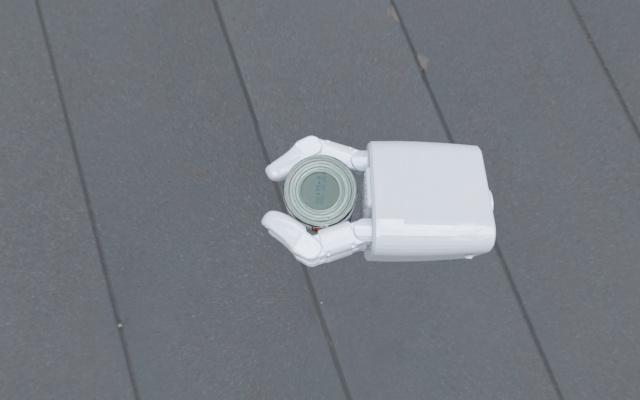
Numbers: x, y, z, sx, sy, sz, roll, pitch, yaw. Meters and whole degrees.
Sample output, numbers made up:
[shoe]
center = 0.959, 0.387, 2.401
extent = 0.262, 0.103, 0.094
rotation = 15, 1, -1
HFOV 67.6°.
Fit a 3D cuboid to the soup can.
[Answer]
[soup can]
center = 0.000, 0.001, 0.468
extent = 0.068, 0.068, 0.102
rotation = 0, -12, 0
